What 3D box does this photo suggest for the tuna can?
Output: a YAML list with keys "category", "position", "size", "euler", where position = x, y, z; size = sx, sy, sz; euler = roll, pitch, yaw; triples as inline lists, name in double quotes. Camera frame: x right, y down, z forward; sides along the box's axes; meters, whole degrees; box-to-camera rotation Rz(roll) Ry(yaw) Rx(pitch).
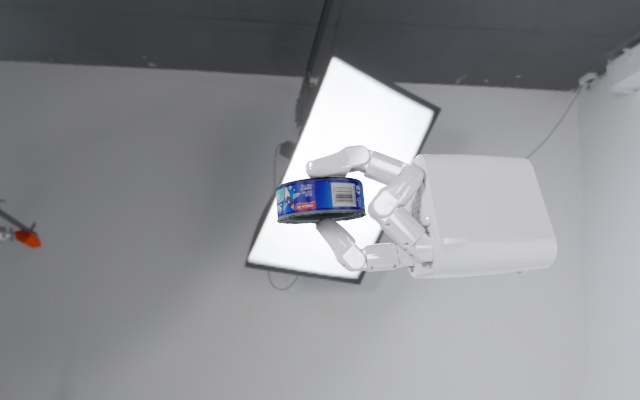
- category: "tuna can"
  position: [0.000, 0.001, 0.458]
  size: [0.086, 0.033, 0.086]
  euler: [-4, -8, -1]
